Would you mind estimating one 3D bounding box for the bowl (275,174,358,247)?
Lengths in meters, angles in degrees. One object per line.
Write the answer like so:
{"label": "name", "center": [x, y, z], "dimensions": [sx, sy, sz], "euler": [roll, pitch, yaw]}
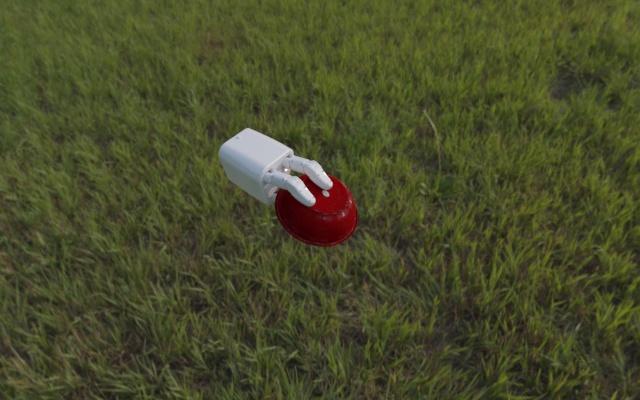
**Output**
{"label": "bowl", "center": [0.001, 0.003, 0.875], "dimensions": [0.162, 0.162, 0.055], "euler": [0, -36, -19]}
